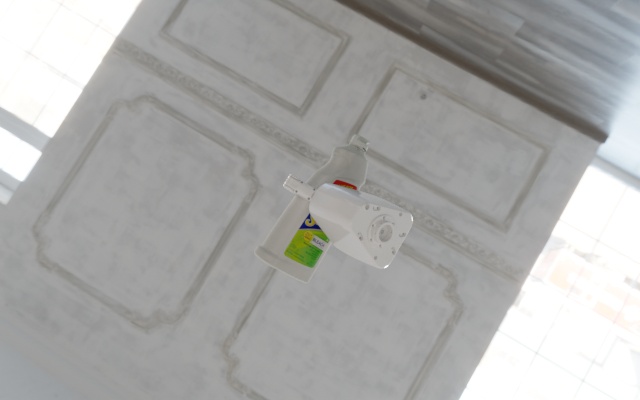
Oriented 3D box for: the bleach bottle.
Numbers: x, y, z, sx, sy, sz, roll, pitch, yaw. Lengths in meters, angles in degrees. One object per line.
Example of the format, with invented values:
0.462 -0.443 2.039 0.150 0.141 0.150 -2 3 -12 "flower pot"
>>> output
0.000 0.003 0.772 0.103 0.251 0.068 33 -5 -35 "bleach bottle"
